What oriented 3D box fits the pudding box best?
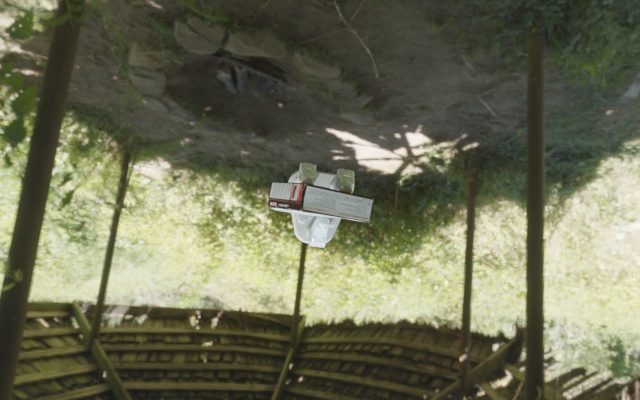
[{"bbox_3d":[0.000,0.002,0.635,0.113,0.039,0.090,9,-3,-34],"label":"pudding box"}]
